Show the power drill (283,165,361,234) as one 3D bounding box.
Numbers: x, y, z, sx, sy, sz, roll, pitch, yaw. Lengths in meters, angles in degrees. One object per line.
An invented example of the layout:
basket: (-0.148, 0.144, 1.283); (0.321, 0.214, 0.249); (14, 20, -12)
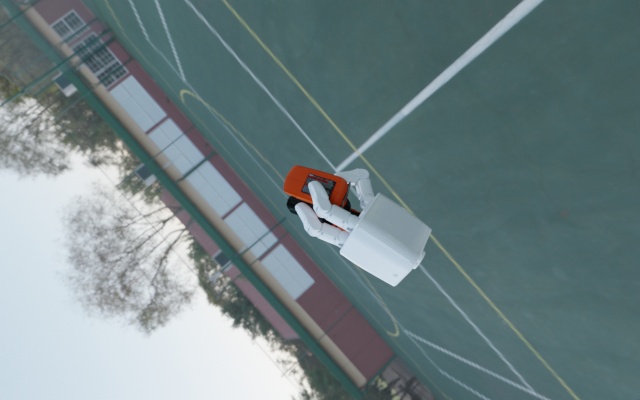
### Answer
power drill: (0.000, 0.003, 0.853); (0.184, 0.057, 0.188); (16, -14, 21)
